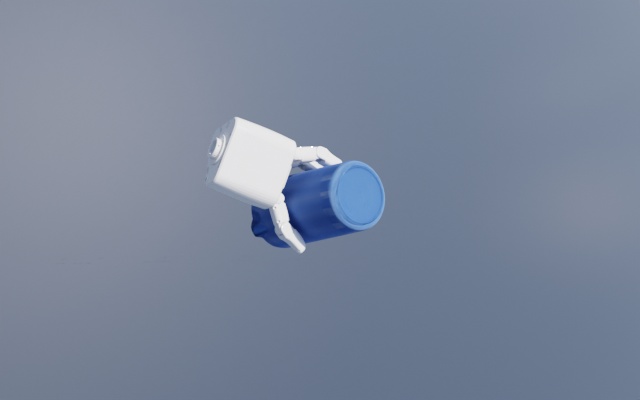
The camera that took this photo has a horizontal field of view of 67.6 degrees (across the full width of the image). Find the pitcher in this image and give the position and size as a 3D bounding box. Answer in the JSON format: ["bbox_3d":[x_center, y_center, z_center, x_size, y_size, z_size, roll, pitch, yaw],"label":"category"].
[{"bbox_3d":[0.000,0.003,0.816,0.145,0.149,0.243,24,-21,-30],"label":"pitcher"}]
